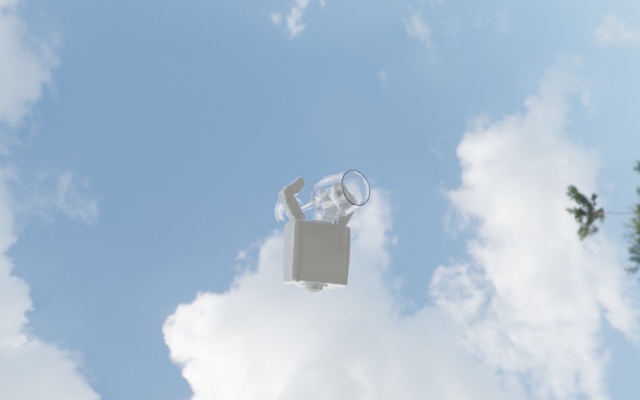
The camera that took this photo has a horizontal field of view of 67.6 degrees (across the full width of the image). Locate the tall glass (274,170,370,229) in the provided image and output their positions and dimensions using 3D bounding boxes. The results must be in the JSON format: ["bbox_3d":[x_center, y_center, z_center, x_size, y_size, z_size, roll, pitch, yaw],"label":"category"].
[{"bbox_3d":[0.000,0.003,0.857,0.079,0.079,0.201,0,-14,-37],"label":"tall glass"}]
